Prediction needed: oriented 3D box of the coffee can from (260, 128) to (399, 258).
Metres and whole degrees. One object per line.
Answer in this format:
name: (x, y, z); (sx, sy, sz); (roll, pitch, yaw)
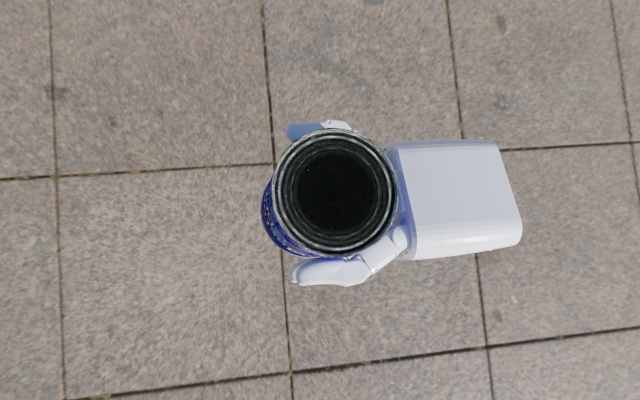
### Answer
coffee can: (0.000, 0.001, 0.439); (0.103, 0.103, 0.140); (0, -7, -10)
